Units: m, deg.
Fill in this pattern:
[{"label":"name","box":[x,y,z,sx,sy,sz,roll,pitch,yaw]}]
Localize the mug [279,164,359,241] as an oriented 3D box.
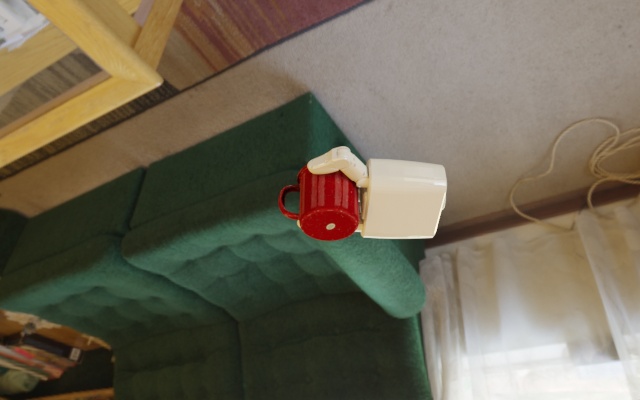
[{"label":"mug","box":[-0.001,0.002,0.664,0.117,0.081,0.093,2,-36,-2]}]
